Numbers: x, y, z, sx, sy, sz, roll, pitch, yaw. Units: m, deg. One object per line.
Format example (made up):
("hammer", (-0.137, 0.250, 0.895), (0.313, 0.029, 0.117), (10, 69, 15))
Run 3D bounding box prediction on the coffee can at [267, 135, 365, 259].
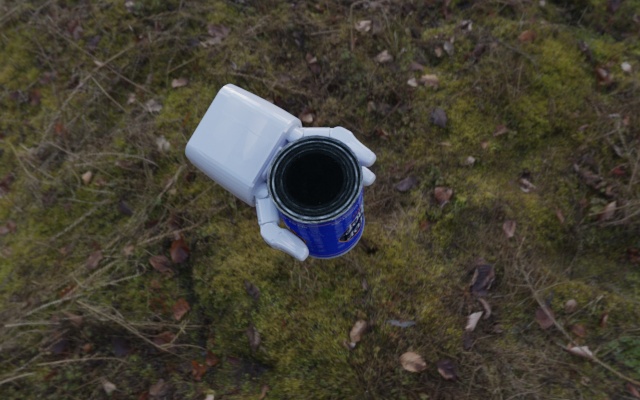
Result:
("coffee can", (0.000, 0.002, 0.563), (0.103, 0.102, 0.140), (0, -22, 6))
